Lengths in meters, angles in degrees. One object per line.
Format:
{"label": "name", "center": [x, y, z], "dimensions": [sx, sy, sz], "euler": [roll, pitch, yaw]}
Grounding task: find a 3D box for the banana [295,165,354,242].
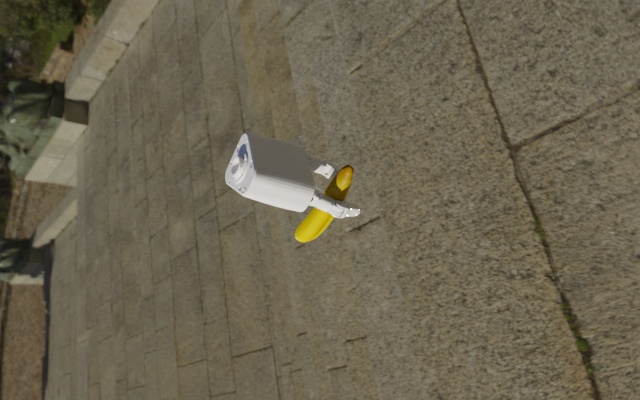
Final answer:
{"label": "banana", "center": [-0.001, 0.019, 0.819], "dimensions": [0.037, 0.069, 0.198], "euler": [18, -43, -22]}
